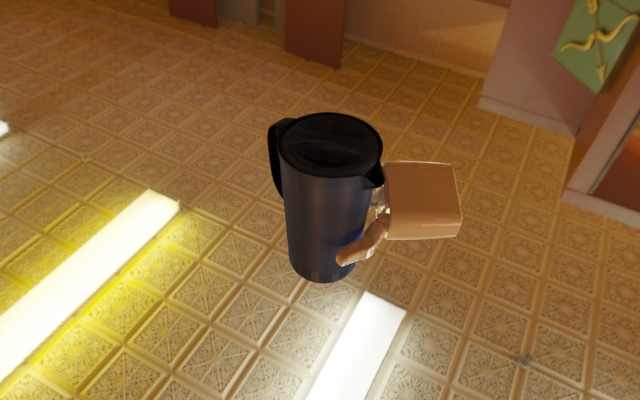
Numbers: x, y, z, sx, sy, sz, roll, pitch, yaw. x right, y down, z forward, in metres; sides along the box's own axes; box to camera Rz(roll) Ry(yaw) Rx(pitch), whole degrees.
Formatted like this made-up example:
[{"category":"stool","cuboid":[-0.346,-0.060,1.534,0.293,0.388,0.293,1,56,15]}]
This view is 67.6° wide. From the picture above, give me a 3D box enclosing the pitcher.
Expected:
[{"category":"pitcher","cuboid":[0.000,0.002,0.682,0.145,0.149,0.243,-2,-45,-6]}]
